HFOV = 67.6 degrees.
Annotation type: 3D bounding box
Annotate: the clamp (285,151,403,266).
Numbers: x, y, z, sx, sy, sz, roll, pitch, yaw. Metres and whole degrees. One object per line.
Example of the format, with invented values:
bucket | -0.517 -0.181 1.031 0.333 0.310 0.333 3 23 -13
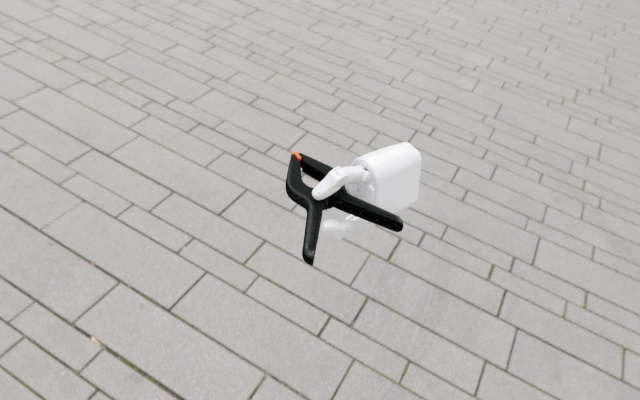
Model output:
clamp | 0.000 0.001 0.721 0.164 0.036 0.210 -23 54 -30
